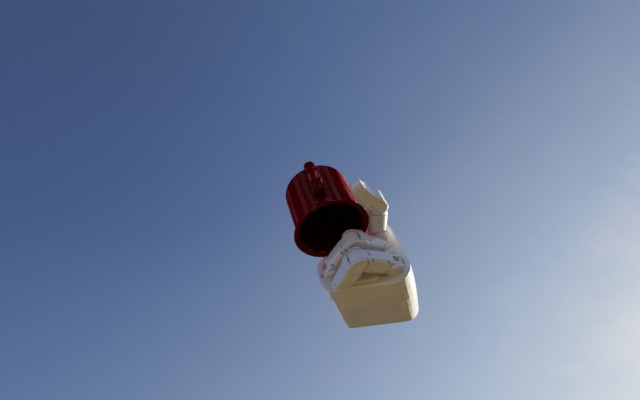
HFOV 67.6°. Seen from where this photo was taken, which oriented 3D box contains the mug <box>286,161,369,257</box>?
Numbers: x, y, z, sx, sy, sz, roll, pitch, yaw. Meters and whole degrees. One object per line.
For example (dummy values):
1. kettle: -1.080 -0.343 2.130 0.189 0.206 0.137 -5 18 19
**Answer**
1. mug: 0.000 0.001 0.588 0.093 0.117 0.081 -22 44 0
